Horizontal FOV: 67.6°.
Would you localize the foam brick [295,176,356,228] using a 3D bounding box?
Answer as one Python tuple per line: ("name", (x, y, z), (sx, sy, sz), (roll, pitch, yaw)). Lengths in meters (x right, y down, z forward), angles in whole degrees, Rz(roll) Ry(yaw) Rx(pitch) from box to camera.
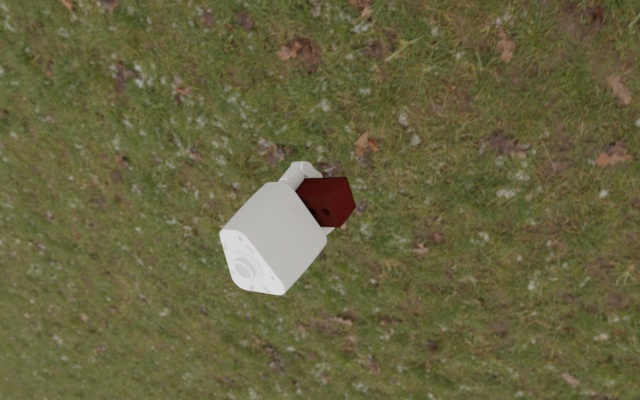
("foam brick", (0.000, 0.002, 0.664), (0.078, 0.053, 0.051), (0, 34, 36))
